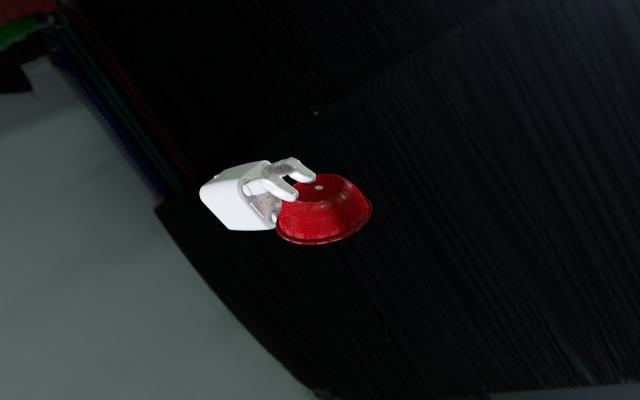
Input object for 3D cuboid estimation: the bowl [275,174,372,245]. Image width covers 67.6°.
[{"bbox_3d":[0.001,0.002,0.773,0.162,0.055,0.162,-9,30,5],"label":"bowl"}]
